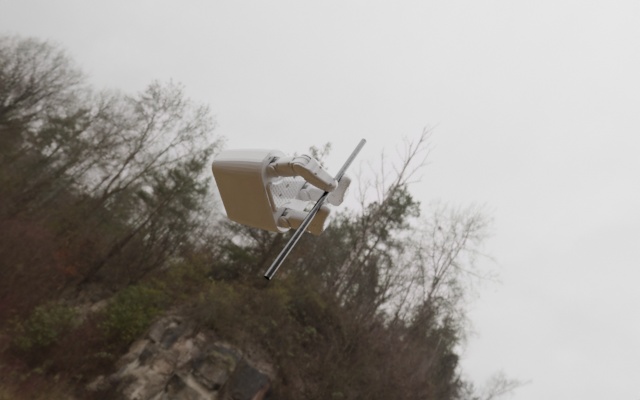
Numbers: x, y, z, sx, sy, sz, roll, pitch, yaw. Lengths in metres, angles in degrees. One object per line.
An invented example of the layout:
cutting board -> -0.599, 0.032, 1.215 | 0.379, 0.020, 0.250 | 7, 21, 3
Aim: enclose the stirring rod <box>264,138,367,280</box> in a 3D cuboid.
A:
stirring rod -> 0.000, 0.002, 0.592 | 0.011, 0.011, 0.239 | 0, 44, 44
